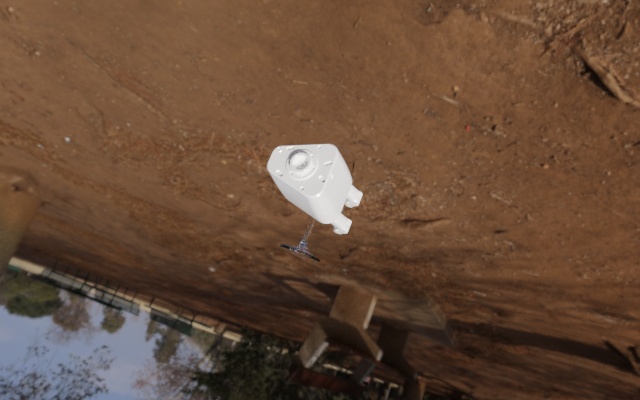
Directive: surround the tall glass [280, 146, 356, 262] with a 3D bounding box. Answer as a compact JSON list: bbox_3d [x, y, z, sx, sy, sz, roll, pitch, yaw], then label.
[{"bbox_3d":[0.000,0.003,0.849,0.079,0.201,0.079,20,-16,6],"label":"tall glass"}]
